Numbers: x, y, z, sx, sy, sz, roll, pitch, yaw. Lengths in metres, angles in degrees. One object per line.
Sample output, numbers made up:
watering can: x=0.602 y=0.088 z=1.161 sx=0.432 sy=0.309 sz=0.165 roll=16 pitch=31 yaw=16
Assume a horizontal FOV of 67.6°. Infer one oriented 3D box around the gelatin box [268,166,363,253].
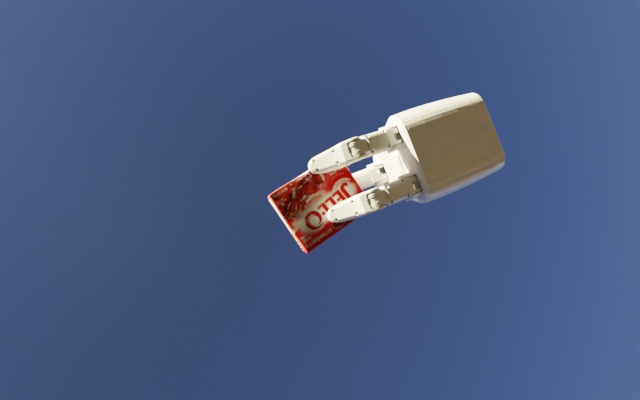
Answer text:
gelatin box: x=0.000 y=0.002 z=0.512 sx=0.089 sy=0.073 sz=0.030 roll=-34 pitch=2 yaw=-9
